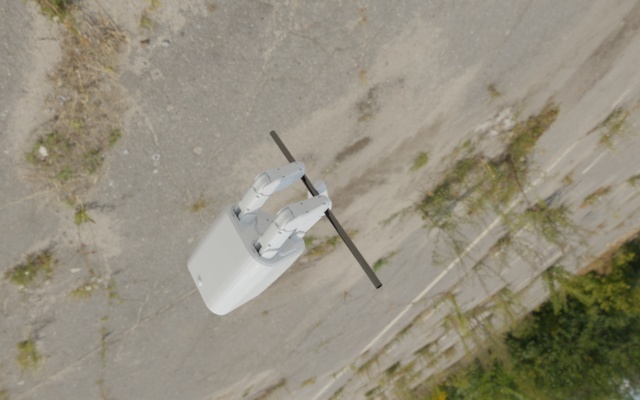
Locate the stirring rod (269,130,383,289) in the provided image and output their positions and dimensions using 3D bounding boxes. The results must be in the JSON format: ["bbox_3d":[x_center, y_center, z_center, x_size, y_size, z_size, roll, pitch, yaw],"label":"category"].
[{"bbox_3d":[0.000,0.002,0.551,0.011,0.239,0.011,-27,-28,-16],"label":"stirring rod"}]
